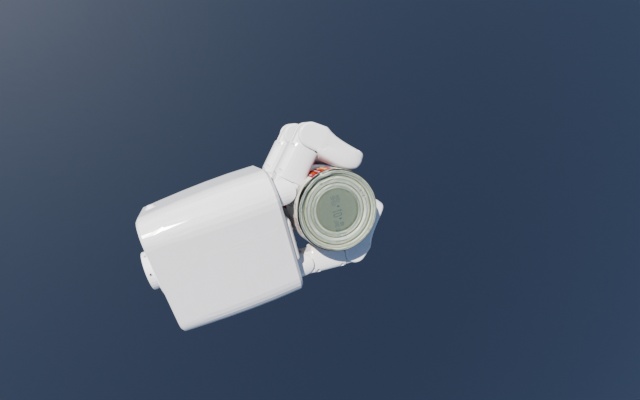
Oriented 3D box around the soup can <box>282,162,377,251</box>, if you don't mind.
[{"bbox_3d":[0.001,0.001,0.422,0.068,0.068,0.102,0,7,-16],"label":"soup can"}]
